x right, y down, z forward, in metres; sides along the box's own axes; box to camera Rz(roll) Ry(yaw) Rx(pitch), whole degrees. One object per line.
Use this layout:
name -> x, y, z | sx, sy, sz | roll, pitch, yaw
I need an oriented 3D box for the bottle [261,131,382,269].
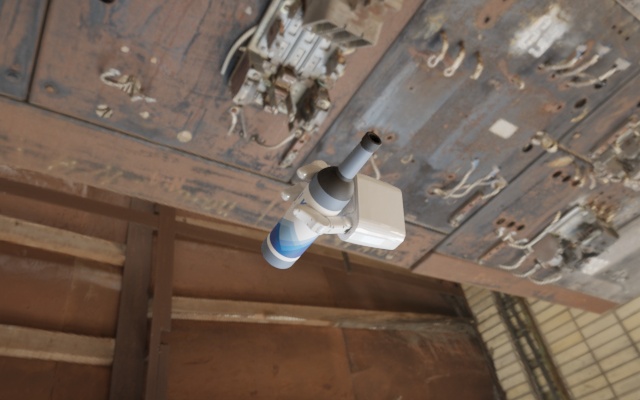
bottle -> 0.000, 0.003, 0.763 | 0.069, 0.069, 0.296 | 0, -38, -41
